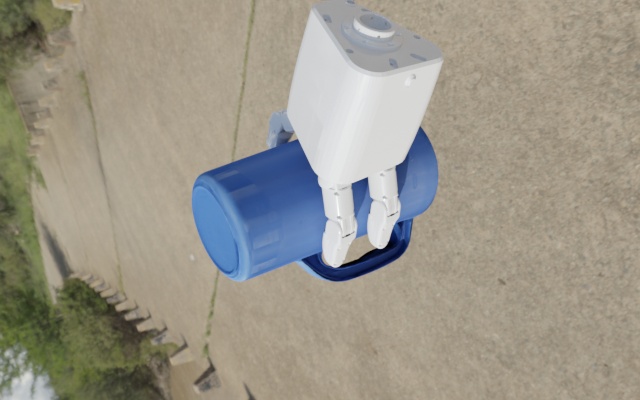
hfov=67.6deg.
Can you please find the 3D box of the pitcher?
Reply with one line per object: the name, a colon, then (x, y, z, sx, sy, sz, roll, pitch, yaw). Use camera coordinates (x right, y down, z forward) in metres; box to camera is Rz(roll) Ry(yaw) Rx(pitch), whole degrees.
pitcher: (0.000, 0.001, 0.504, 0.243, 0.149, 0.145, -21, -32, -32)
